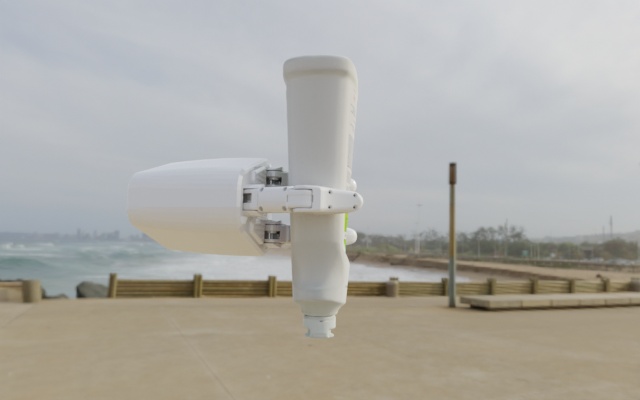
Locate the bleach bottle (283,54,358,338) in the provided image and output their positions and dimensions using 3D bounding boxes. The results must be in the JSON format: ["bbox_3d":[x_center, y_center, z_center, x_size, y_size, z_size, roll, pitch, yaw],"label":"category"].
[{"bbox_3d":[0.000,0.001,0.452,0.068,0.251,0.102,0,-5,9],"label":"bleach bottle"}]
